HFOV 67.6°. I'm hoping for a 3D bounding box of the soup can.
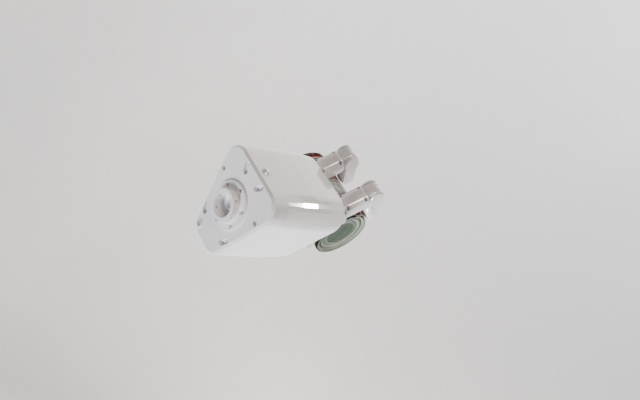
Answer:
[{"bbox_3d":[0.000,0.002,0.571,0.068,0.102,0.068,-25,-28,-14],"label":"soup can"}]
